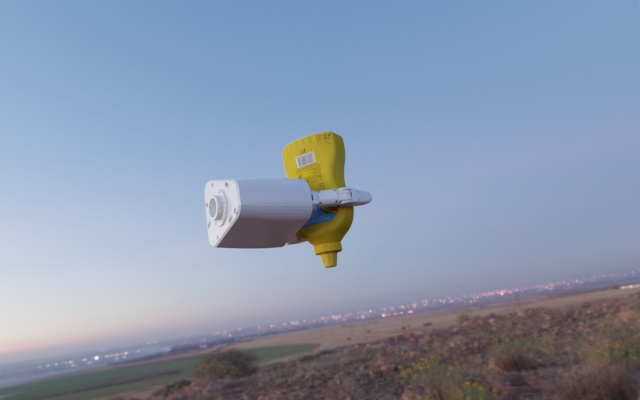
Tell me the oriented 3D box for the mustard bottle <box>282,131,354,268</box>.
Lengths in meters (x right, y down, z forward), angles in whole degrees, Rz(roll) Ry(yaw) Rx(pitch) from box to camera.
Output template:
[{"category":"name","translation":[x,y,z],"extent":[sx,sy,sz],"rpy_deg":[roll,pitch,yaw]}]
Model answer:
[{"category":"mustard bottle","translation":[0.000,0.002,0.698],"extent":[0.096,0.191,0.058],"rpy_deg":[-16,-14,29]}]
